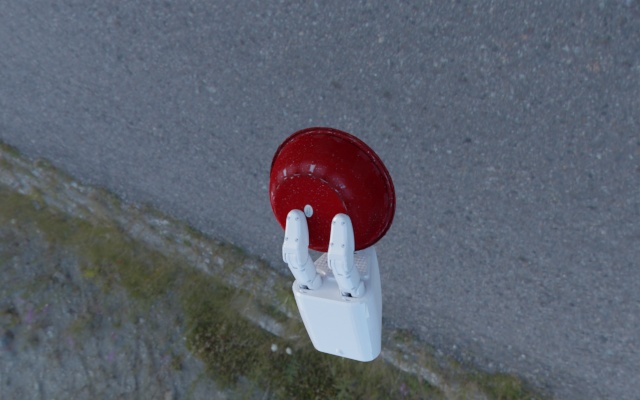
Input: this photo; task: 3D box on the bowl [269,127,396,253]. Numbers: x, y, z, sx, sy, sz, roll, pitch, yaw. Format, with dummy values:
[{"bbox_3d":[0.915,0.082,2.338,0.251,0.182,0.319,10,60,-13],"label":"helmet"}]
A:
[{"bbox_3d":[-0.001,0.001,0.539,0.162,0.162,0.055,0,25,28],"label":"bowl"}]
